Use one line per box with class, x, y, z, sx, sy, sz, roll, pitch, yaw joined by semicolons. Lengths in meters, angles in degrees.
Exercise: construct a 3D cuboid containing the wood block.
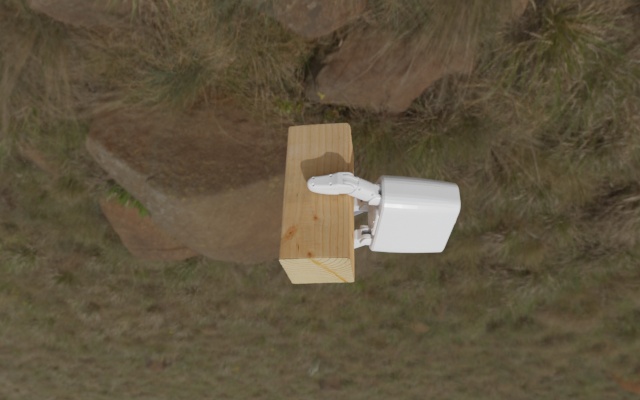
wood block;0.000;0.002;0.669;0.090;0.206;0.091;-2;-29;7
